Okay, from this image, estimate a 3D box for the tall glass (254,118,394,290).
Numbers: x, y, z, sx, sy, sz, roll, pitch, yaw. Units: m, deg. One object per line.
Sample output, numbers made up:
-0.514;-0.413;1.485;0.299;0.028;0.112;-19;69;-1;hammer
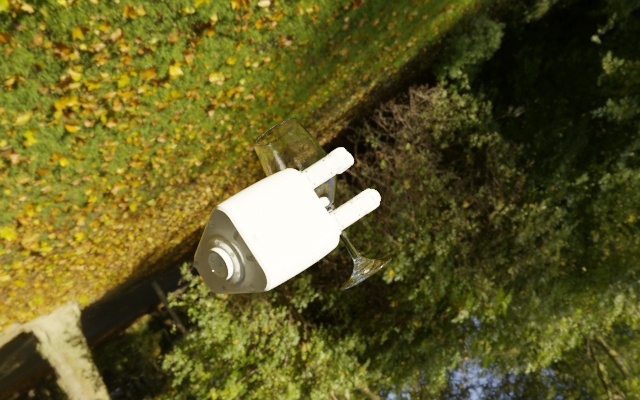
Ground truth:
0.001;0.002;0.566;0.079;0.201;0.079;-33;-3;-2;tall glass
